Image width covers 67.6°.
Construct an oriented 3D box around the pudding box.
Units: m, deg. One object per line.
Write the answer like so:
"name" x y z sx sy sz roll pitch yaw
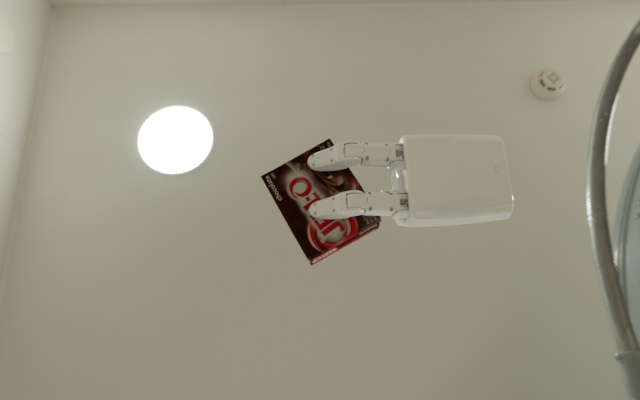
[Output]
"pudding box" 0.000 0.002 0.529 0.090 0.113 0.039 -29 -18 -7
